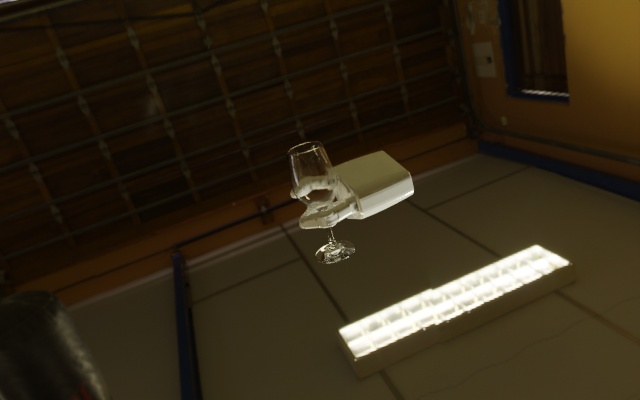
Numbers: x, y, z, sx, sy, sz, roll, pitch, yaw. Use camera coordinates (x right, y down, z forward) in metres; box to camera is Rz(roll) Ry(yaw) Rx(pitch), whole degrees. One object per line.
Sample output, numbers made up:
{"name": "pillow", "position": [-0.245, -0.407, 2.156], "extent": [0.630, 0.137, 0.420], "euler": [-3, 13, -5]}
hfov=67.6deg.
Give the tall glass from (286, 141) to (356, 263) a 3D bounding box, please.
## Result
{"name": "tall glass", "position": [0.000, 0.003, 0.814], "extent": [0.079, 0.201, 0.079], "euler": [-15, 21, 6]}
